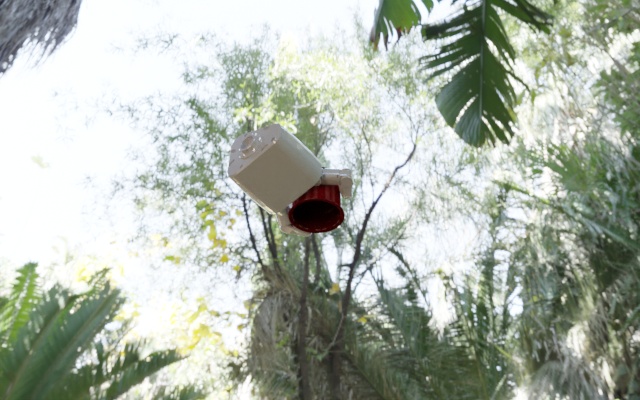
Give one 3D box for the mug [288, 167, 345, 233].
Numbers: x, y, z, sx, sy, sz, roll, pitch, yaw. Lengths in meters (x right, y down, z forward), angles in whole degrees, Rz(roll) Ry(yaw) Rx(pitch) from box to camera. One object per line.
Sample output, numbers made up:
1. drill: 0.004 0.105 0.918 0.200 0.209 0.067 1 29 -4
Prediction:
1. mug: 0.001 0.003 0.820 0.093 0.081 0.117 -24 -46 25
